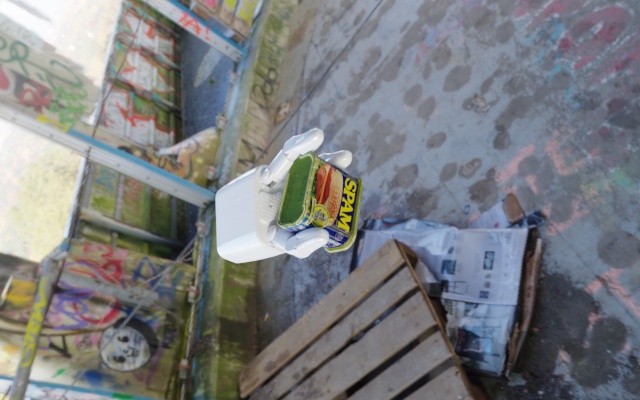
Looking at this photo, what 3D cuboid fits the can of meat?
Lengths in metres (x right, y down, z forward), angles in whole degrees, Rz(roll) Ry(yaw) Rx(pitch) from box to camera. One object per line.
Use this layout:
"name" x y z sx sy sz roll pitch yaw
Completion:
"can of meat" 0.000 0.002 0.591 0.084 0.102 0.057 28 -28 -34
